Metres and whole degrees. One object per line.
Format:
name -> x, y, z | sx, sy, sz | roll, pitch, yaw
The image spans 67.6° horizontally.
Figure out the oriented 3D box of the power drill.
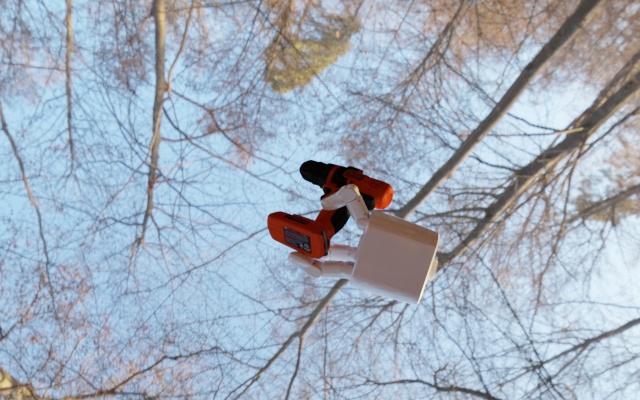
power drill -> 0.000, 0.003, 0.780 | 0.184, 0.057, 0.187 | 19, 45, 32
